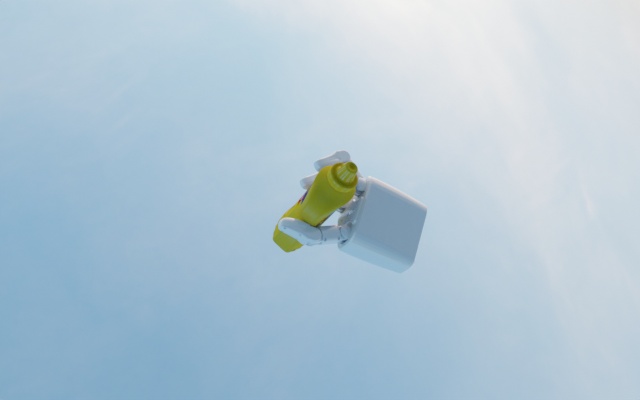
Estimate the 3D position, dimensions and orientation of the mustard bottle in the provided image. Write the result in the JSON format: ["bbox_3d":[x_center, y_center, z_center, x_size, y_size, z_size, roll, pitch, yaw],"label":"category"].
[{"bbox_3d":[0.000,0.002,0.685,0.096,0.058,0.192,-46,-1,-39],"label":"mustard bottle"}]
